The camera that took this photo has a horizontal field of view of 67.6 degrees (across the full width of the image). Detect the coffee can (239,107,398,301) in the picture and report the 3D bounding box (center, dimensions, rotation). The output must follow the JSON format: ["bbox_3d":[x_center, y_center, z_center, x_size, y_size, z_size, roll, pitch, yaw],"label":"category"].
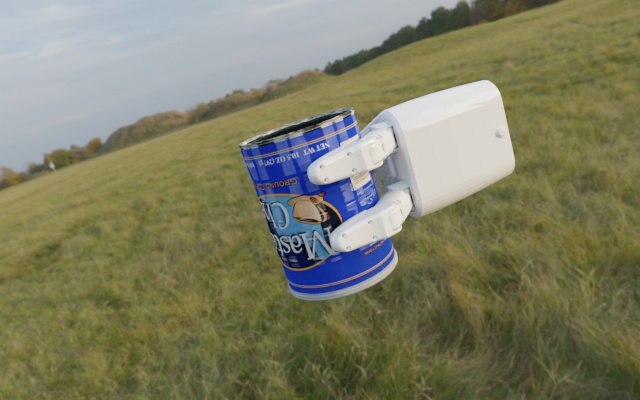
[{"bbox_3d":[0.000,0.002,0.421,0.103,0.140,0.102,-17,14,4],"label":"coffee can"}]
